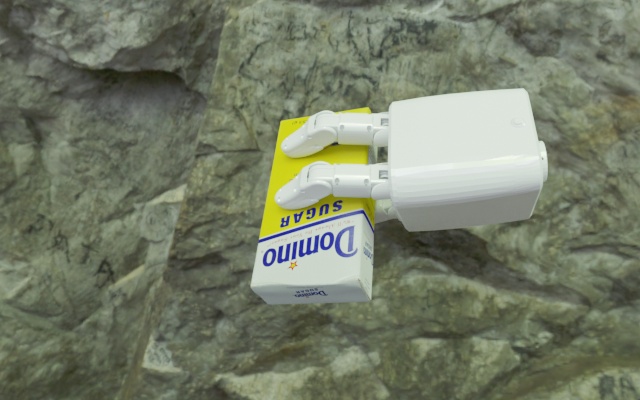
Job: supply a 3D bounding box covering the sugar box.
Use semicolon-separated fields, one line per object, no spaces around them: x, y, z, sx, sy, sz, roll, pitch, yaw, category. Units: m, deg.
0.000;0.001;0.423;0.093;0.176;0.048;-6;-36;18;sugar box
